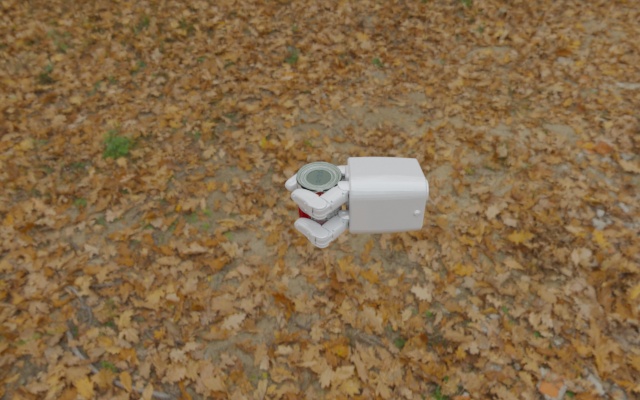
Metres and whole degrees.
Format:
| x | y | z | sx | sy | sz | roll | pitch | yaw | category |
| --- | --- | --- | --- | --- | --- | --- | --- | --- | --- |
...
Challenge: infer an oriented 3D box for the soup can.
| x | y | z | sx | sy | sz | roll | pitch | yaw | category |
| --- | --- | --- | --- | --- | --- | --- | --- | --- | --- |
| 0.000 | 0.002 | 0.708 | 0.068 | 0.102 | 0.068 | -2 | 42 | 1 | soup can |
